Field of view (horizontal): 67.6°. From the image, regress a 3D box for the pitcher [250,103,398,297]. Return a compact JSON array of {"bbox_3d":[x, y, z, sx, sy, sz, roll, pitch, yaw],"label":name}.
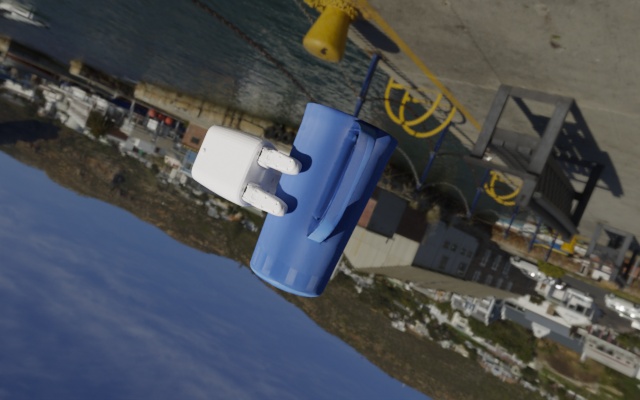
[{"bbox_3d":[0.000,0.002,0.638,0.145,0.243,0.149,24,2,30],"label":"pitcher"}]
